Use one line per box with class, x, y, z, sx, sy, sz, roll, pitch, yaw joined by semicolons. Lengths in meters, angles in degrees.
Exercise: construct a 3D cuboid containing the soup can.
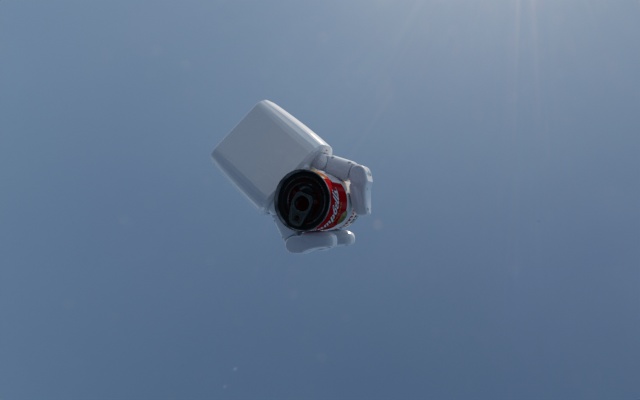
soup can;0.001;0.002;0.556;0.068;0.068;0.102;0;-2;24
